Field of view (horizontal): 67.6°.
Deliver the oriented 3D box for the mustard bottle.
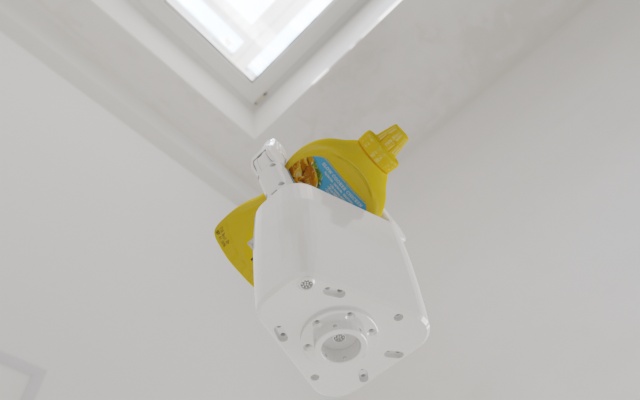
[{"bbox_3d":[0.000,0.001,0.431,0.192,0.096,0.058,-41,1,17],"label":"mustard bottle"}]
